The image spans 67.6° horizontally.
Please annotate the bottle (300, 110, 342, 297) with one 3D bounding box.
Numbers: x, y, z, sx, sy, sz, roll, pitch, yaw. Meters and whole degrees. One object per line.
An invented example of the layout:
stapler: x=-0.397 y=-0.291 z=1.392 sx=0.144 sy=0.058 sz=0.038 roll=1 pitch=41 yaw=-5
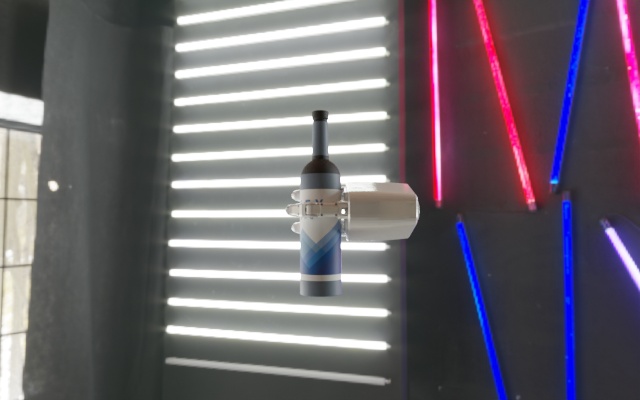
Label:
bottle: x=0.000 y=0.003 z=0.770 sx=0.069 sy=0.295 sz=0.069 roll=0 pitch=-3 yaw=0
